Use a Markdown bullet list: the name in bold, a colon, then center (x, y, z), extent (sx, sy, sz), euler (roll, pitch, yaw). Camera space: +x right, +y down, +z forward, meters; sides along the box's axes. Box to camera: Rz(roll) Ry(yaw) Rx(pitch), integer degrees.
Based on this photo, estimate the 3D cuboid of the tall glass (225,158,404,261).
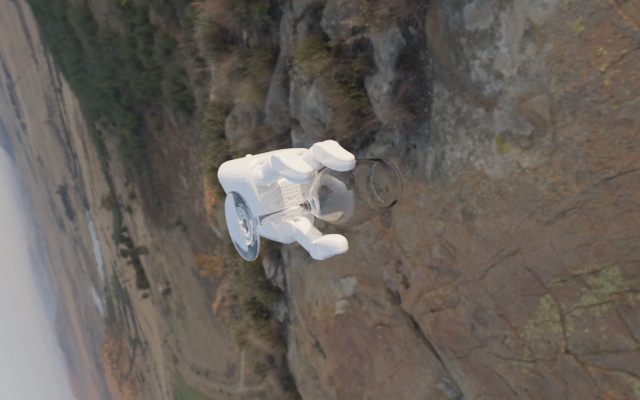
- **tall glass**: center (0.000, 0.002, 0.536), extent (0.201, 0.079, 0.079), euler (-17, 9, -31)
